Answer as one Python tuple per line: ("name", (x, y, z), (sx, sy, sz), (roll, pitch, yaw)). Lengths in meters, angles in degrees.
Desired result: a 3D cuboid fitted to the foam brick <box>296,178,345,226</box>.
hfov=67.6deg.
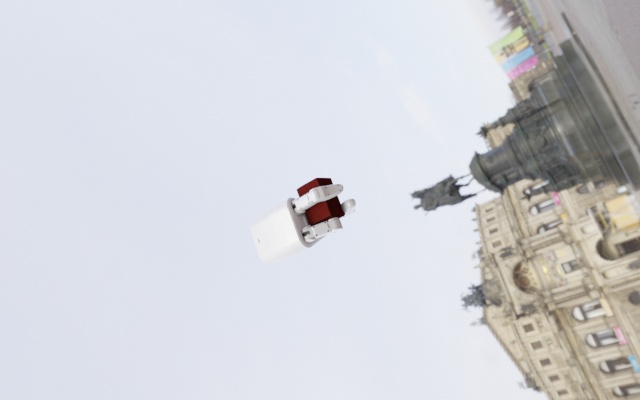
("foam brick", (0.000, 0.003, 0.877), (0.051, 0.078, 0.053), (-28, -16, 30))
